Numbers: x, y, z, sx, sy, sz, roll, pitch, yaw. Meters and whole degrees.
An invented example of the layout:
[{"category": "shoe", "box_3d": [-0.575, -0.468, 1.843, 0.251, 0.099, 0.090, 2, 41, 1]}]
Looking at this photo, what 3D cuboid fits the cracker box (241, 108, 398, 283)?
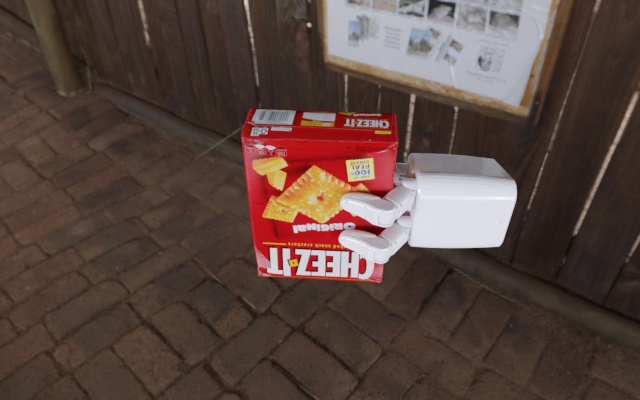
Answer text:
[{"category": "cracker box", "box_3d": [0.000, 0.002, 0.568, 0.164, 0.214, 0.072, 3, 39, 4]}]
